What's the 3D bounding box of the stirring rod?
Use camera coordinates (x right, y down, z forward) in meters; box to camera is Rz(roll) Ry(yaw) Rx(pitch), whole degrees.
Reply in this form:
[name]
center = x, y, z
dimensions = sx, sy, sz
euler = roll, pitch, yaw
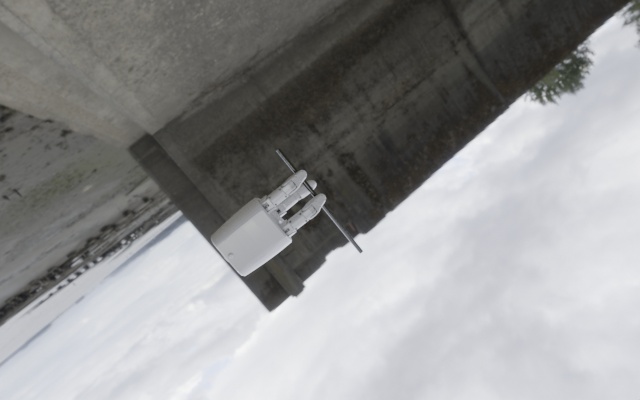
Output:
[stirring rod]
center = 0.000, 0.003, 0.857
dimensions = 0.011, 0.239, 0.011
euler = -38, 9, 7
